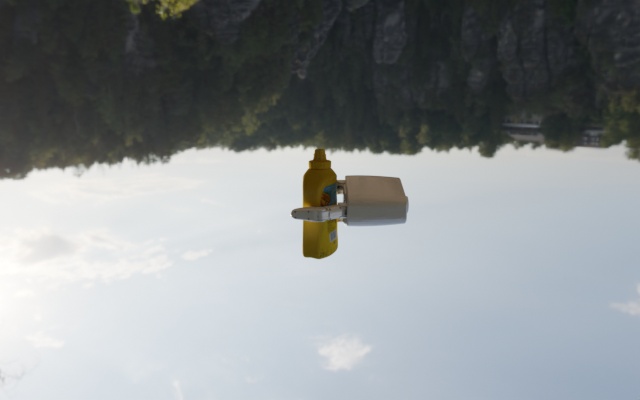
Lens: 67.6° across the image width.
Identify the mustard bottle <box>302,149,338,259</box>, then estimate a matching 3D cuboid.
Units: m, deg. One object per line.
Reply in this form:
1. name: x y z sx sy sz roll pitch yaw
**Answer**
1. mustard bottle: 0.000 0.003 0.864 0.058 0.192 0.096 6 14 24
